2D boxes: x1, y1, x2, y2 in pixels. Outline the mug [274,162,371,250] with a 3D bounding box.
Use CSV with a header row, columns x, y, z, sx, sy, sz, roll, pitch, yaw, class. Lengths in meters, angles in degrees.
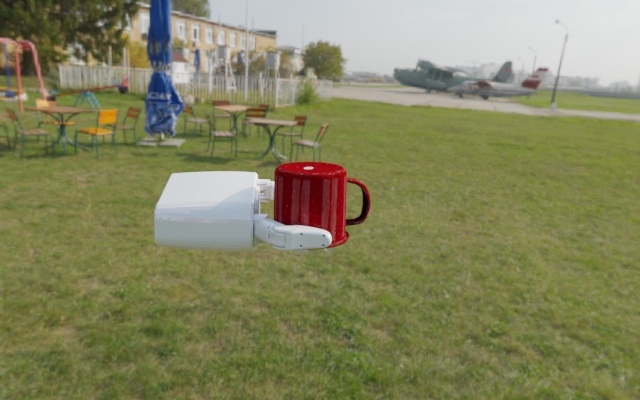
x,y,z,sx,sy,sz,roll,pitch,yaw,class
0.002,0.002,0.543,0.117,0.081,0.093,0,14,-8,mug
